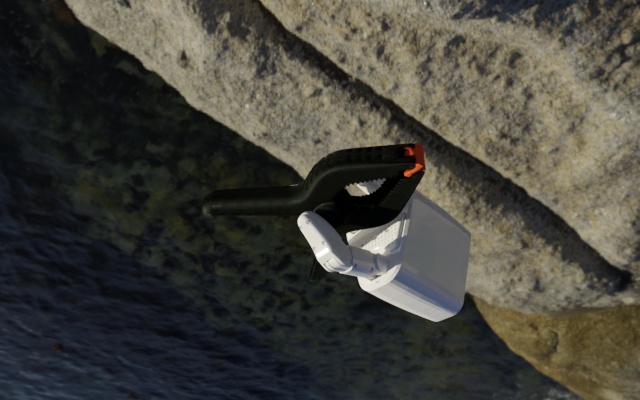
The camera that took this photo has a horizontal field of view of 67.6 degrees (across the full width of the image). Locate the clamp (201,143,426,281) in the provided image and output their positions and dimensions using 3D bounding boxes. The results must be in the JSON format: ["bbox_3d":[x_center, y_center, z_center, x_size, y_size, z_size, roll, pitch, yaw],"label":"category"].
[{"bbox_3d":[0.001,0.002,0.446,0.164,0.036,0.210,31,-47,-27],"label":"clamp"}]
